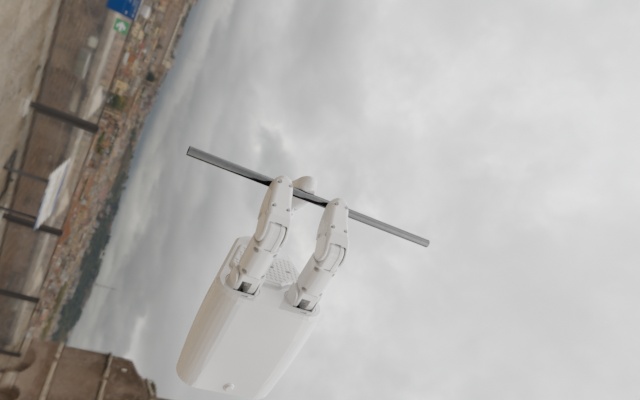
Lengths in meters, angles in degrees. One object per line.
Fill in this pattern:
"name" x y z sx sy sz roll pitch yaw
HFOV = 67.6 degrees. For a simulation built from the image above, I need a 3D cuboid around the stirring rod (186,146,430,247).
"stirring rod" 0.000 0.001 0.419 0.239 0.011 0.011 21 -9 -22
